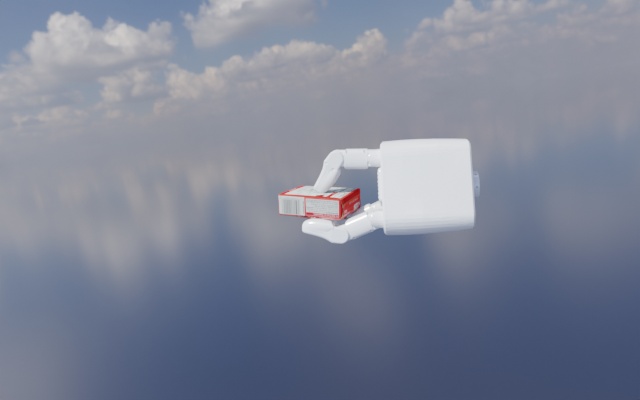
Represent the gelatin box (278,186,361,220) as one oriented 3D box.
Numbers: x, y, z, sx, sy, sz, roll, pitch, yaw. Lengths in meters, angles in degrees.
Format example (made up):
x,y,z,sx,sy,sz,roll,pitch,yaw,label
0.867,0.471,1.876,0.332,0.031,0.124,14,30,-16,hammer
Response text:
x,y,z,sx,sy,sz,roll,pitch,yaw,label
0.000,0.002,0.624,0.089,0.030,0.073,4,13,22,gelatin box
